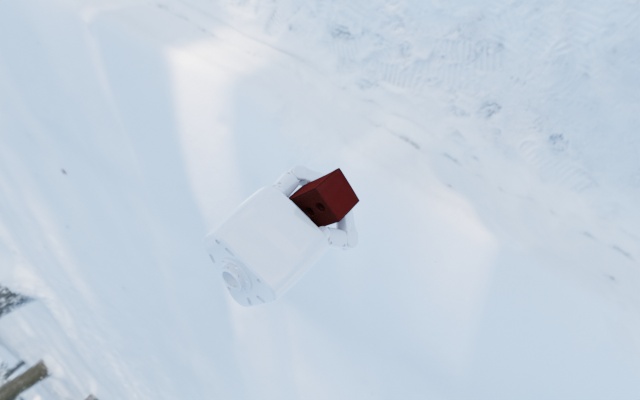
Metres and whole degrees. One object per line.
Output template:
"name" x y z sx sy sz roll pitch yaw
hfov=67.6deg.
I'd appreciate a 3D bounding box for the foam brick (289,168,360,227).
"foam brick" 0.000 0.002 0.616 0.078 0.053 0.051 -24 14 48
